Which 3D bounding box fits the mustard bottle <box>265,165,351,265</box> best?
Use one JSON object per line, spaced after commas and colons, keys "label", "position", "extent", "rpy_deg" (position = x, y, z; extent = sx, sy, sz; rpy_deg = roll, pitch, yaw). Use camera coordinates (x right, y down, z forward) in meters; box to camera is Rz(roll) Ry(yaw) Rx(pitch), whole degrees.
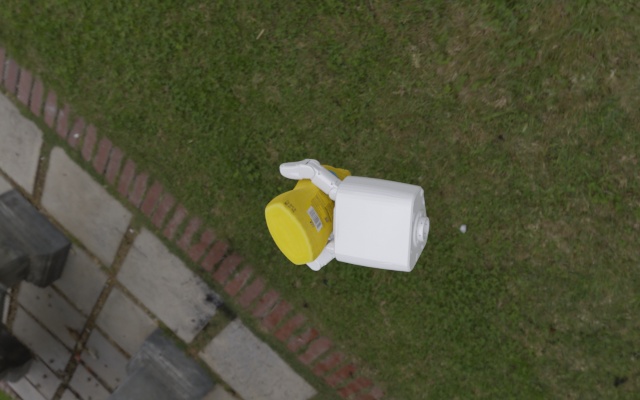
{"label": "mustard bottle", "position": [0.000, 0.002, 0.693], "extent": [0.058, 0.096, 0.191], "rpy_deg": [-18, 18, 37]}
